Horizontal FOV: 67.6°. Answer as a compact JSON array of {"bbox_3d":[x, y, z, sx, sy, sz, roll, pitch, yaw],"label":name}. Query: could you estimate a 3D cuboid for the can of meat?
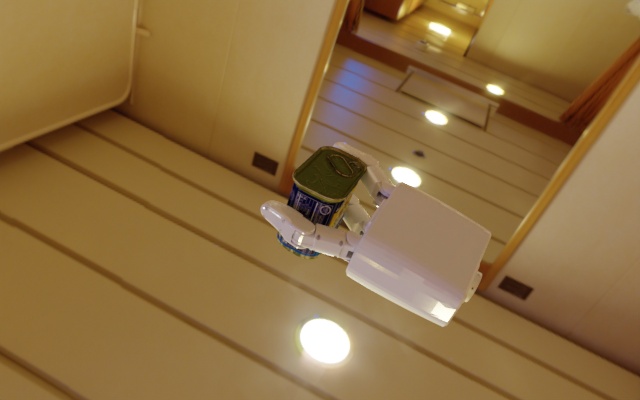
[{"bbox_3d":[0.000,0.002,0.510,0.057,0.084,0.102,26,34,9],"label":"can of meat"}]
